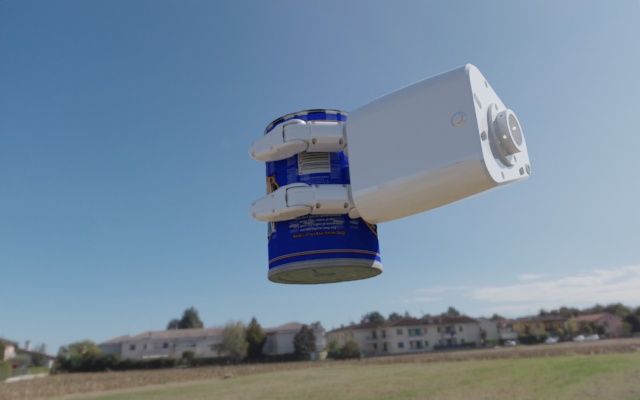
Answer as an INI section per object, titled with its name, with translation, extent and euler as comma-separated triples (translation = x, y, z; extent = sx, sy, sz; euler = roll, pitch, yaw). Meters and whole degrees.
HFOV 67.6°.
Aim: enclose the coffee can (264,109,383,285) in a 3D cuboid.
[coffee can]
translation = 0.000, 0.002, 0.445
extent = 0.103, 0.140, 0.103
euler = -3, -17, -1
